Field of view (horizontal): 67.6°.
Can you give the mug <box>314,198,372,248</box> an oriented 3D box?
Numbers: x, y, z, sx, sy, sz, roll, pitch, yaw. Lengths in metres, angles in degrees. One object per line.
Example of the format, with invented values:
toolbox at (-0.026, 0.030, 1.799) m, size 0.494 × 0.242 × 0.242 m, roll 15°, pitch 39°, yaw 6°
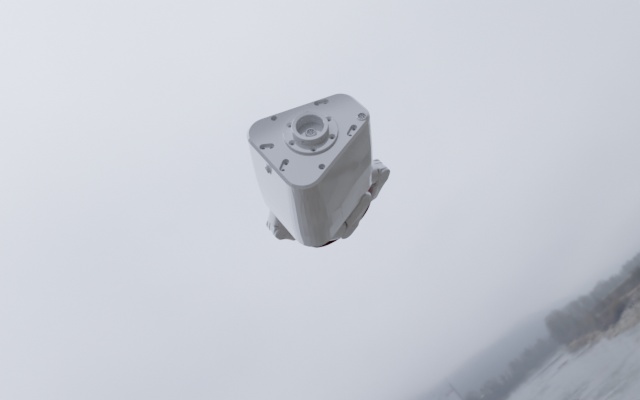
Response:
mug at (0.000, 0.002, 0.581) m, size 0.093 × 0.081 × 0.117 m, roll -32°, pitch -28°, yaw -16°
